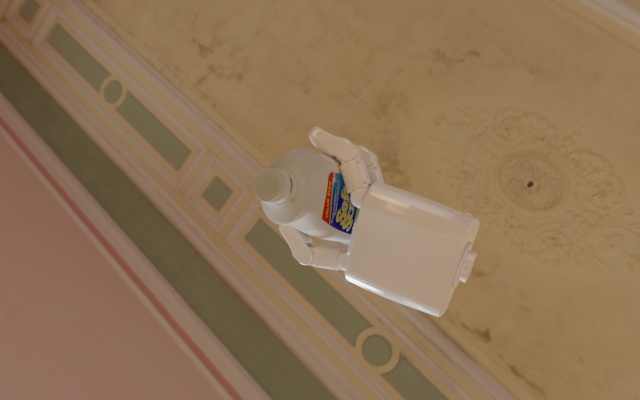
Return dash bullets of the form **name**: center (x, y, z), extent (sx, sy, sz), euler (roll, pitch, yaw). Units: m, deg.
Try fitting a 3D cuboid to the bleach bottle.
- **bleach bottle**: center (0.000, 0.002, 0.530), extent (0.068, 0.102, 0.251), euler (19, 4, 23)
